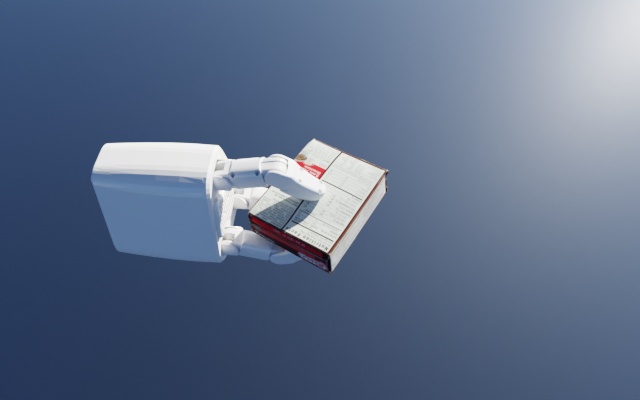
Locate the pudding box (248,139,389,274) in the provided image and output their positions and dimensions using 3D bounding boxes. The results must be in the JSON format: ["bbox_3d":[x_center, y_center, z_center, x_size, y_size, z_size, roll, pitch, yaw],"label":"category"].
[{"bbox_3d":[0.000,0.001,0.456,0.090,0.113,0.039,27,-29,20],"label":"pudding box"}]
